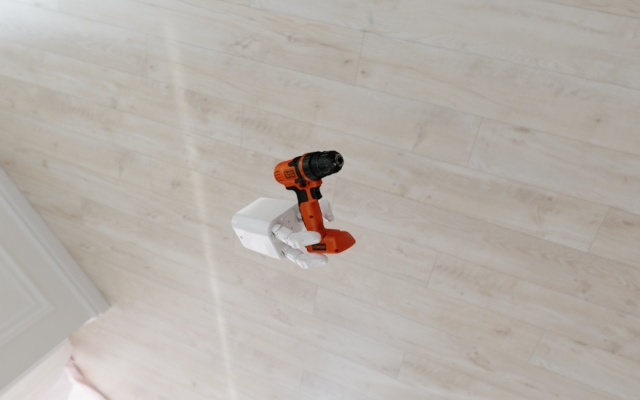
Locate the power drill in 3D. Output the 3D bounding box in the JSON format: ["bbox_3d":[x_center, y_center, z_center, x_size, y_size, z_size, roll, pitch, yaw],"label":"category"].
[{"bbox_3d":[0.000,0.003,0.874,0.057,0.188,0.184,-25,11,-34],"label":"power drill"}]
